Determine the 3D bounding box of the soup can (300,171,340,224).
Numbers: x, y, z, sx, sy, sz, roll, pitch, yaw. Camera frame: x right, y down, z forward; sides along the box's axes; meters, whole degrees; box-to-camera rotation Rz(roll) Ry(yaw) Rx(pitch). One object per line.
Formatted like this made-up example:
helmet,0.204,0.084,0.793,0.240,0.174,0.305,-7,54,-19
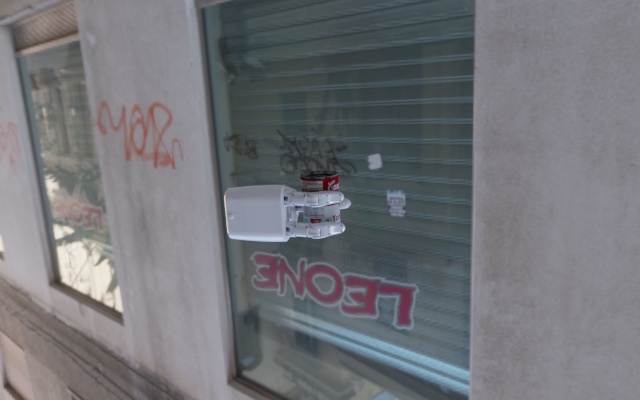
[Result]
soup can,0.001,0.003,0.845,0.068,0.102,0.068,-3,12,1
